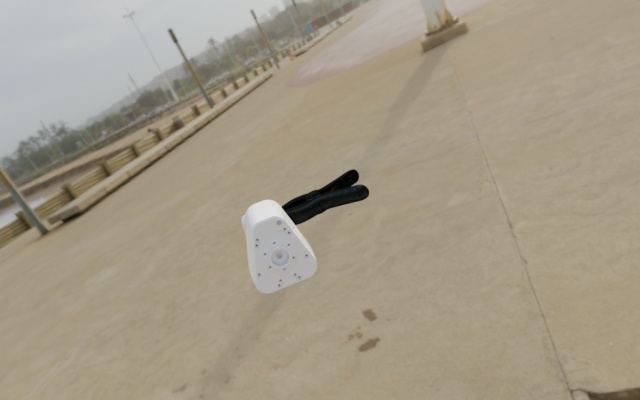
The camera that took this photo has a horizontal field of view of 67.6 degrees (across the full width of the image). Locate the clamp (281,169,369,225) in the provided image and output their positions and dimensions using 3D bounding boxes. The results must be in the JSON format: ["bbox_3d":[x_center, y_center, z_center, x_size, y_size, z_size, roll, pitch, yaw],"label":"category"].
[{"bbox_3d":[0.000,0.002,0.773,0.171,0.039,0.120,-29,12,-4],"label":"clamp"}]
